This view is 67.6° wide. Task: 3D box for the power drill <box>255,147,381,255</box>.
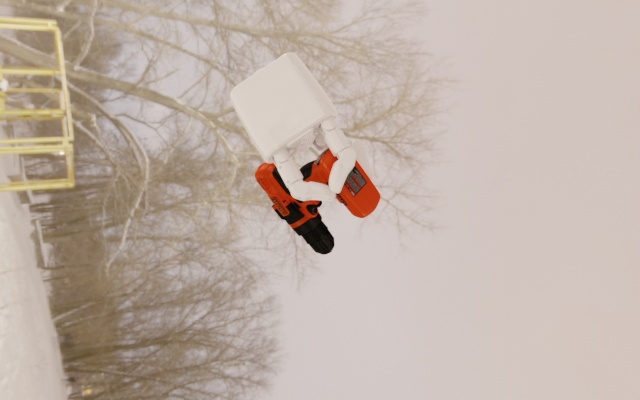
[{"bbox_3d":[0.000,0.002,0.720,0.188,0.184,0.057,-19,25,51],"label":"power drill"}]
